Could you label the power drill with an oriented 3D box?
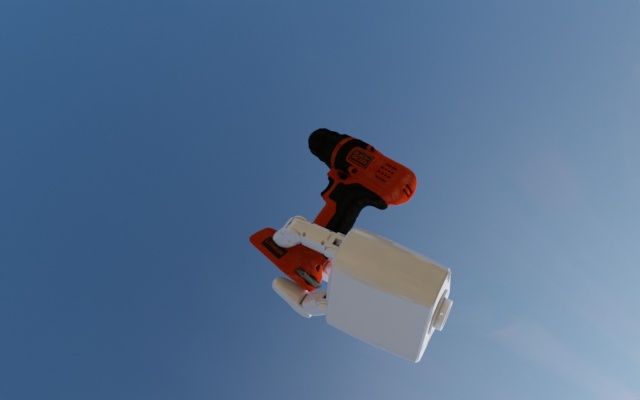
[{"bbox_3d":[0.000,0.002,0.587,0.184,0.187,0.057,35,-7,46],"label":"power drill"}]
